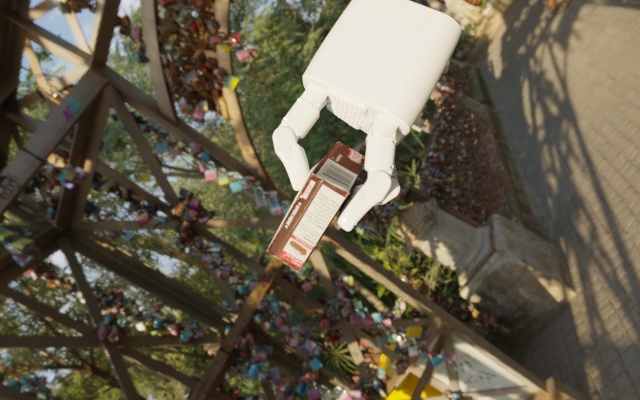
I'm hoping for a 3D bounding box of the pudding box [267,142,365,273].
[{"bbox_3d":[0.000,0.001,0.446,0.039,0.090,0.113,32,24,3],"label":"pudding box"}]
